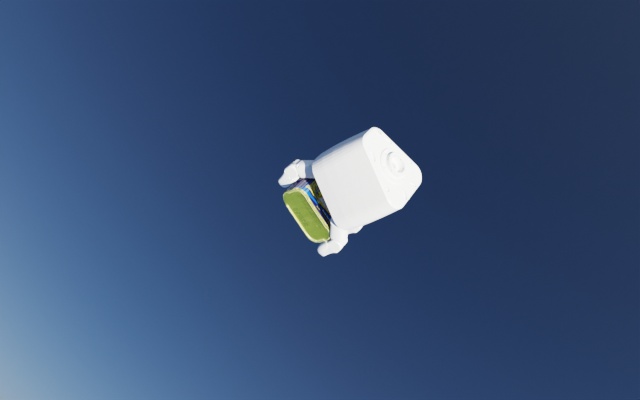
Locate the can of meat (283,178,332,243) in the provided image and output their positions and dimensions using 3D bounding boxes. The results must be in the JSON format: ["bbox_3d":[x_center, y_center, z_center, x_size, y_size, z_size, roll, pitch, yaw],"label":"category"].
[{"bbox_3d":[0.000,0.003,0.744,0.057,0.102,0.084,-20,19,46],"label":"can of meat"}]
